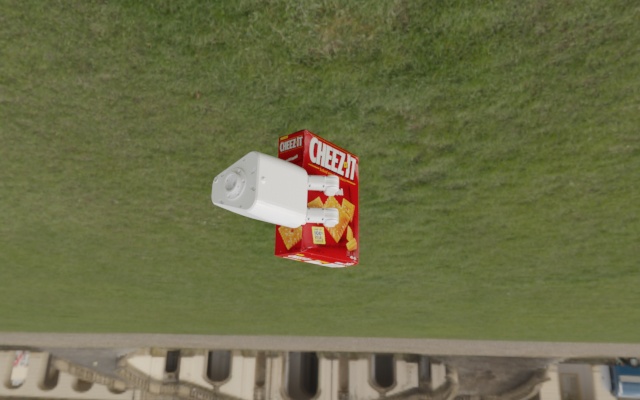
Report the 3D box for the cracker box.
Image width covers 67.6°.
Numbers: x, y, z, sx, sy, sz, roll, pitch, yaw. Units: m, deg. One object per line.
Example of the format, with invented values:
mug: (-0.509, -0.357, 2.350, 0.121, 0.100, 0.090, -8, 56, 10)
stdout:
cracker box: (0.000, 0.003, 0.851, 0.072, 0.213, 0.164, -11, -20, 37)
